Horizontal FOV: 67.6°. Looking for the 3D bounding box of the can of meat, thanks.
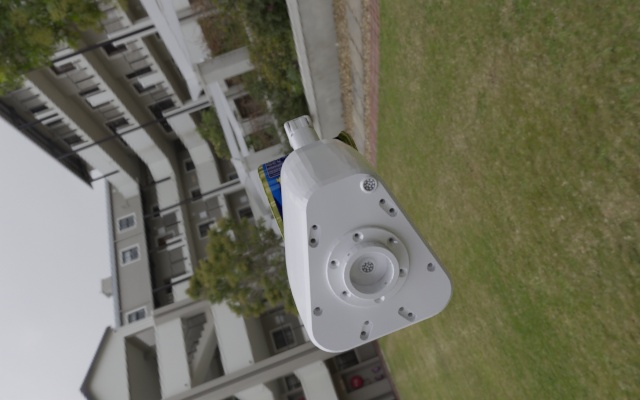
[{"bbox_3d":[0.000,0.001,0.424,0.084,0.102,0.057,-21,20,-3],"label":"can of meat"}]
